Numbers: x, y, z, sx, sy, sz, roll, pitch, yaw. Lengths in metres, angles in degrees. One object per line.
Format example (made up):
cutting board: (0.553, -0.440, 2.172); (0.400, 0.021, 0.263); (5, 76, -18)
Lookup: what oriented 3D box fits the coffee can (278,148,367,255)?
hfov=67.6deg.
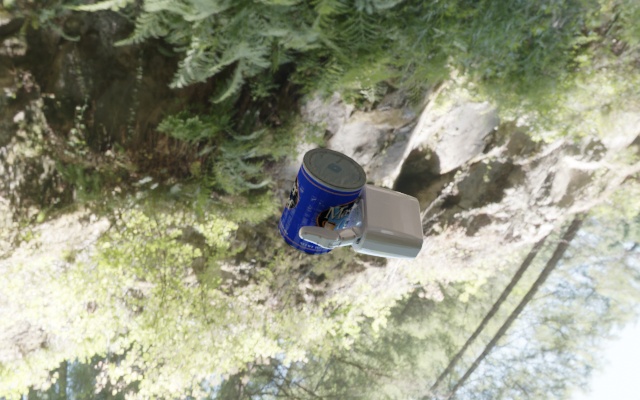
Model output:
coffee can: (0.000, 0.002, 0.762); (0.103, 0.140, 0.102); (15, 35, -11)
